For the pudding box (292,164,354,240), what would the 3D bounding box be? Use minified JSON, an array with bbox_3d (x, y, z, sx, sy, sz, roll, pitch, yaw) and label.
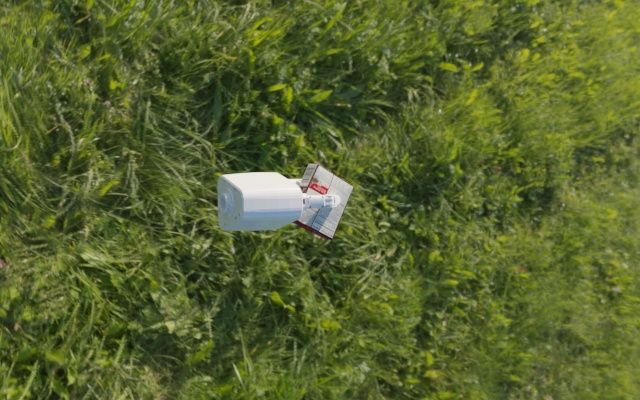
[{"bbox_3d":[0.000,0.003,0.858,0.090,0.113,0.039,30,-13,-29],"label":"pudding box"}]
